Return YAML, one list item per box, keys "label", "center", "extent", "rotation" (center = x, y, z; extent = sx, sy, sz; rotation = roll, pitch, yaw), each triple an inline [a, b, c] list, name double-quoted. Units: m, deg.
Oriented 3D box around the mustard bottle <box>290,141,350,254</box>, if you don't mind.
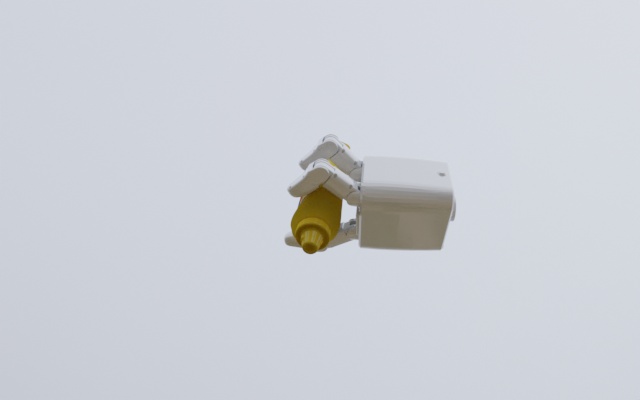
- label: "mustard bottle"
  center: [0.000, 0.002, 0.610]
  extent: [0.058, 0.096, 0.191]
  rotation: [24, 33, -8]
